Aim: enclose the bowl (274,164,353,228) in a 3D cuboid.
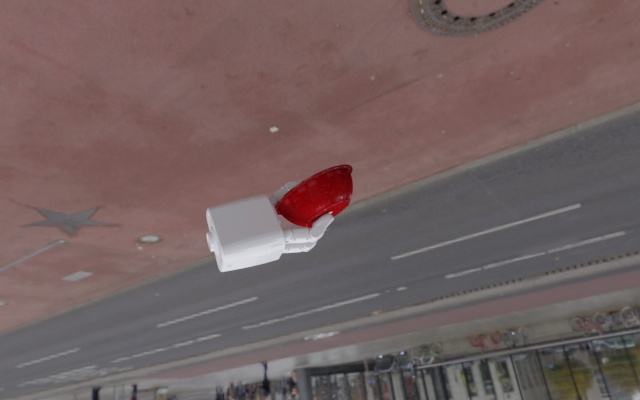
[{"bbox_3d":[0.002,0.003,0.854,0.162,0.055,0.162,-29,-14,-8],"label":"bowl"}]
